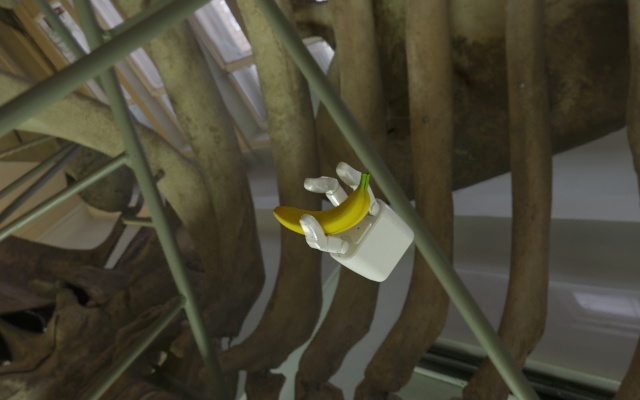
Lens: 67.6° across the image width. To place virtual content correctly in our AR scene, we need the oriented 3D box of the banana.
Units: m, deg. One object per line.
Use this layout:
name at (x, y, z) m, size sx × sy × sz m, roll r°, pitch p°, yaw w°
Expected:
banana at (0.005, 0.019, 0.721) m, size 0.198 × 0.069 × 0.037 m, roll -20°, pitch -18°, yaw 38°
